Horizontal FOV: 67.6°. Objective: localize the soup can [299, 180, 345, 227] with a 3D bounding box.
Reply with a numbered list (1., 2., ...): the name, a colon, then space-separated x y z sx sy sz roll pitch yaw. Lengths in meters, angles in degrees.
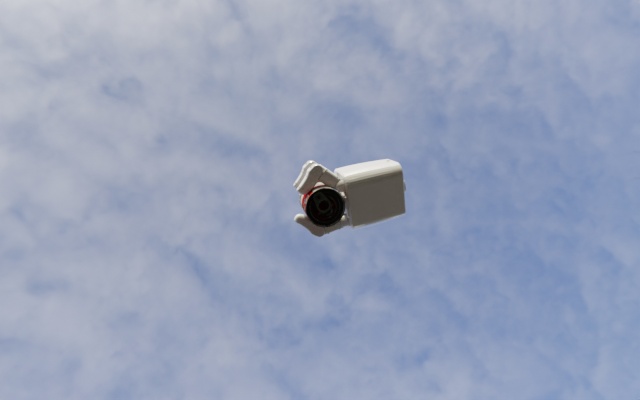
1. soup can: 0.000 0.003 0.848 0.068 0.068 0.102 0 11 -10
